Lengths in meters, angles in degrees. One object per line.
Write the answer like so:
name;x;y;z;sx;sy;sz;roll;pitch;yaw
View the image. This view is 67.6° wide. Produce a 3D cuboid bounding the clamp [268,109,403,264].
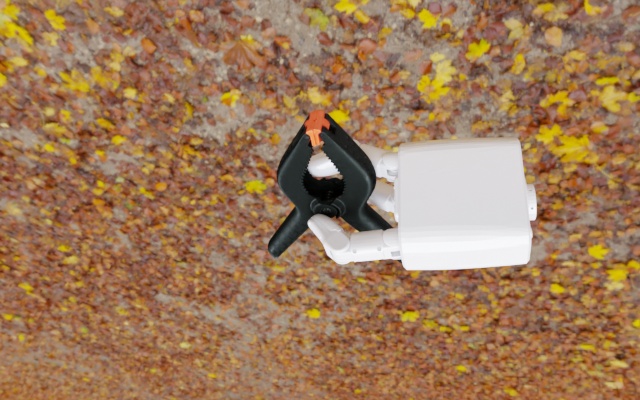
clamp;0.000;0.002;0.480;0.164;0.036;0.210;-4;-42;15
